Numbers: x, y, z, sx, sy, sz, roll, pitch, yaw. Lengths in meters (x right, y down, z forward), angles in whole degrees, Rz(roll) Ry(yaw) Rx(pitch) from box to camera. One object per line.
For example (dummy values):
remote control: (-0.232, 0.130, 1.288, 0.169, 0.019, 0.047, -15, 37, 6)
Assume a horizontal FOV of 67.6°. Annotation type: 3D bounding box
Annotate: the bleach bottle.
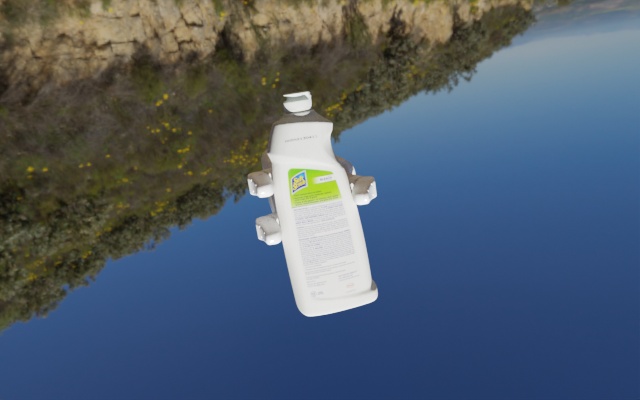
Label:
bleach bottle: (0.000, 0.002, 0.549, 0.102, 0.251, 0.068, -12, 15, -12)
